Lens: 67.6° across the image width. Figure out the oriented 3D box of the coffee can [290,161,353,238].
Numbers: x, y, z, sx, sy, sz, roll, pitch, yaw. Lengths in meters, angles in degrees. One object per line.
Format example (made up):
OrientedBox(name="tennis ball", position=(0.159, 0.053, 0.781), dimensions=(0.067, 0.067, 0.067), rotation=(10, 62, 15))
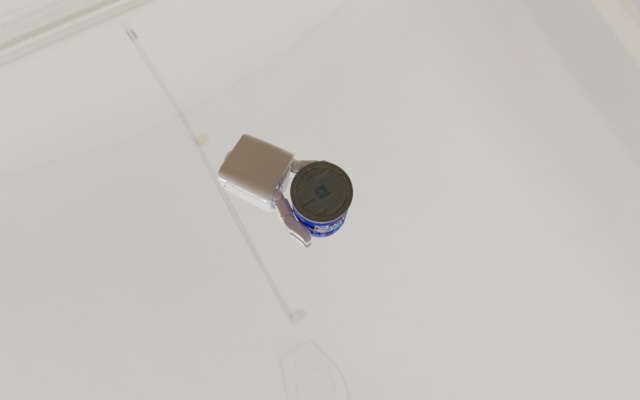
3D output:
OrientedBox(name="coffee can", position=(0.000, 0.003, 0.834), dimensions=(0.103, 0.102, 0.140), rotation=(0, -15, -2))
